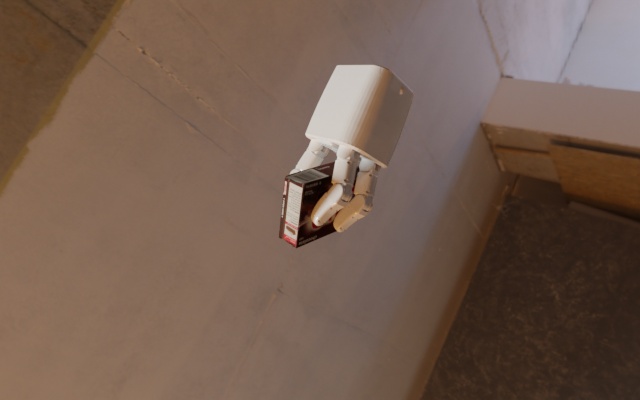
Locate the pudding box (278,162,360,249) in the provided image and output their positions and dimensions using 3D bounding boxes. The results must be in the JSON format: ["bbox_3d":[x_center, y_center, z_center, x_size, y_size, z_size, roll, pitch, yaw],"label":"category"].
[{"bbox_3d":[0.000,0.002,0.623,0.039,0.090,0.113,27,31,38],"label":"pudding box"}]
